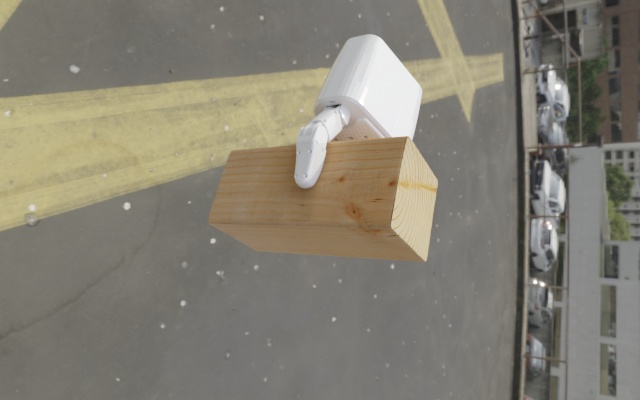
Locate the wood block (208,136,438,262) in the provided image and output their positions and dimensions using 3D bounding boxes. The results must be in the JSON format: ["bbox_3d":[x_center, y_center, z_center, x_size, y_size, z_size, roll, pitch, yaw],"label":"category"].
[{"bbox_3d":[0.000,0.001,0.485,0.206,0.090,0.091,-1,-26,32],"label":"wood block"}]
